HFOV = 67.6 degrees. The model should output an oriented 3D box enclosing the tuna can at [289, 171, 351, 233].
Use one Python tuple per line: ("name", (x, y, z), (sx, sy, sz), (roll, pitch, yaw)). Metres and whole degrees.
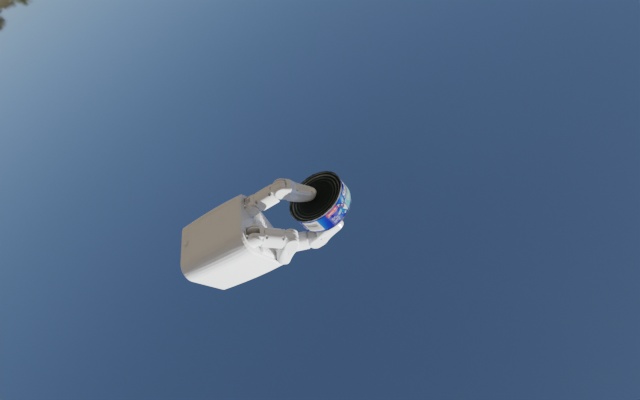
("tuna can", (0.000, 0.003, 0.675), (0.086, 0.086, 0.034), (0, -34, 40))
